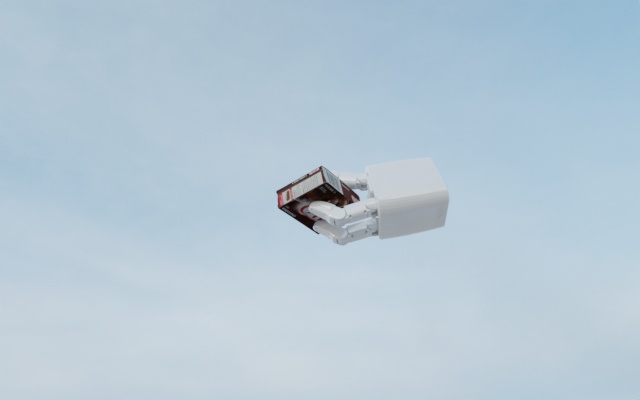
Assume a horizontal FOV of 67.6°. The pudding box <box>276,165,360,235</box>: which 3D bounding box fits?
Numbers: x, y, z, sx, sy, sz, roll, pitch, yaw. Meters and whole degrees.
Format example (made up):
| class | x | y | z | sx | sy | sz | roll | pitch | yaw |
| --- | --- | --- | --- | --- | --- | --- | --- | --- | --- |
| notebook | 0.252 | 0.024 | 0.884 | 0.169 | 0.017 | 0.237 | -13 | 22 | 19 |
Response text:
| class | x | y | z | sx | sy | sz | roll | pitch | yaw |
| --- | --- | --- | --- | --- | --- | --- | --- | --- | --- |
| pudding box | 0.000 | 0.002 | 0.742 | 0.090 | 0.039 | 0.113 | -29 | -41 | 22 |
